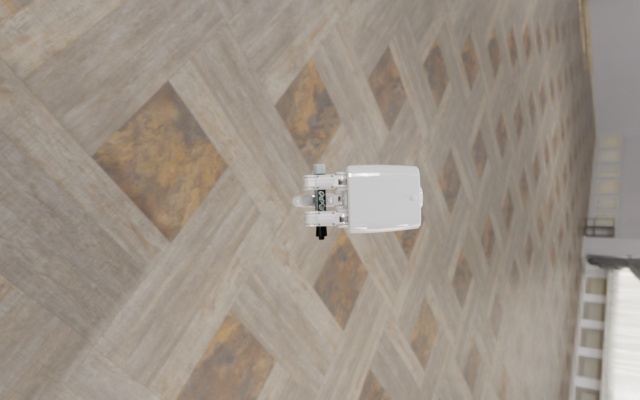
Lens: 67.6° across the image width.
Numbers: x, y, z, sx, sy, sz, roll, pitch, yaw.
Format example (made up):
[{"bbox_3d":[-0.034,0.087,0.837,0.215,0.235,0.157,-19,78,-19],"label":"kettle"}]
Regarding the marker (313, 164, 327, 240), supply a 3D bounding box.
[{"bbox_3d":[0.000,0.002,0.762,0.020,0.121,0.020,-2,2,0],"label":"marker"}]
